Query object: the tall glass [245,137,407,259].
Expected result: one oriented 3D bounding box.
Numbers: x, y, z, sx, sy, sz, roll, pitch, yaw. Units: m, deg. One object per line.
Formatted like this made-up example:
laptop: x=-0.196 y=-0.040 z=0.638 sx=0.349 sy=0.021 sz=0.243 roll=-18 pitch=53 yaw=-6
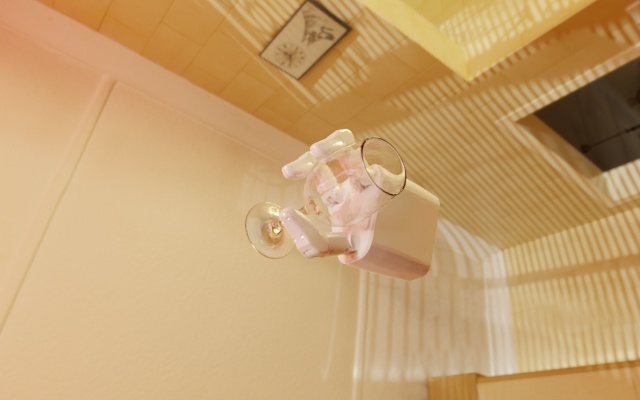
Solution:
tall glass: x=0.000 y=0.002 z=0.526 sx=0.079 sy=0.079 sz=0.201 roll=0 pitch=-21 yaw=-41
